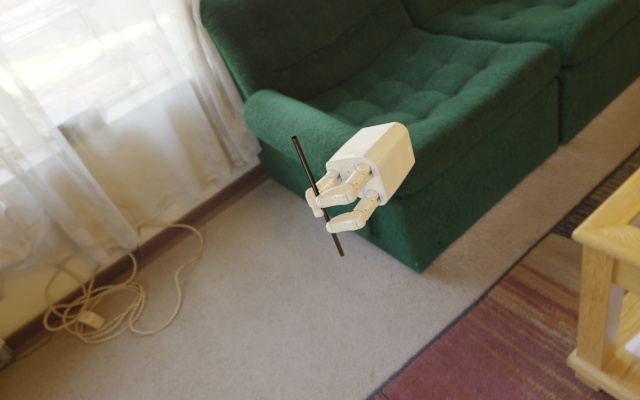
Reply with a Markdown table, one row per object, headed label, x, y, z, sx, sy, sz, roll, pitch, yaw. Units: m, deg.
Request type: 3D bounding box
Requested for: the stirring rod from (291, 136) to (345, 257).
| label | x | y | z | sx | sy | sz | roll | pitch | yaw |
| --- | --- | --- | --- | --- | --- | --- | --- | --- | --- |
| stirring rod | 0.000 | 0.002 | 0.724 | 0.011 | 0.240 | 0.011 | -14 | 38 | 11 |
